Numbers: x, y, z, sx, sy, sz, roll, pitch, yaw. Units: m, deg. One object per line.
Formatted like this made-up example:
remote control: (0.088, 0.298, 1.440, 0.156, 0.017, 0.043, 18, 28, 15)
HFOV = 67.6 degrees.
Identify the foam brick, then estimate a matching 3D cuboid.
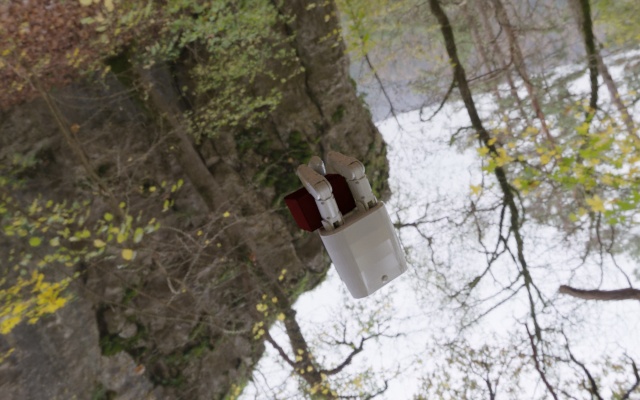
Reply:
foam brick: (0.000, 0.002, 0.657, 0.078, 0.051, 0.053, -28, 14, -18)
